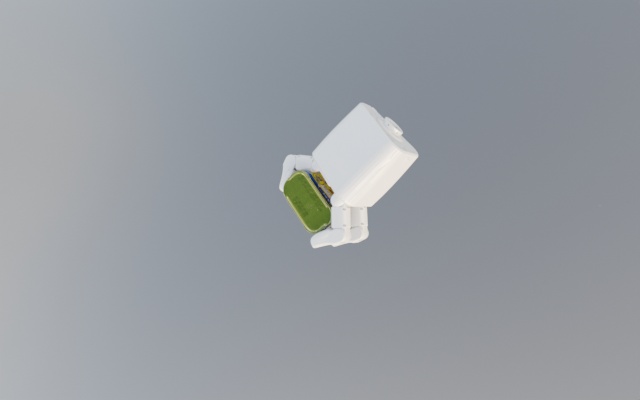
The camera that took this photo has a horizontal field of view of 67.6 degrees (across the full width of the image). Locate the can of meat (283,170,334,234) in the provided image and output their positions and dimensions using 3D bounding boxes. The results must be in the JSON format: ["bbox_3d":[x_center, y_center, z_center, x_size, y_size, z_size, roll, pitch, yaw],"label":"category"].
[{"bbox_3d":[0.000,0.002,0.727,0.057,0.102,0.084,-43,-21,23],"label":"can of meat"}]
